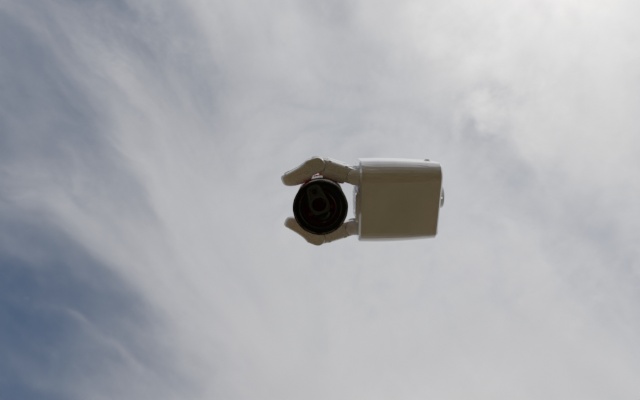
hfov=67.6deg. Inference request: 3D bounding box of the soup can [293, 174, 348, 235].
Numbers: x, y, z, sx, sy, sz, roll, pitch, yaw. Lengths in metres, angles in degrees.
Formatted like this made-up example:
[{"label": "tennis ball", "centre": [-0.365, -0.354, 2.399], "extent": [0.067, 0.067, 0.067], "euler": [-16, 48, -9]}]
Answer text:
[{"label": "soup can", "centre": [0.000, 0.002, 0.629], "extent": [0.068, 0.068, 0.102], "euler": [0, 8, 0]}]
